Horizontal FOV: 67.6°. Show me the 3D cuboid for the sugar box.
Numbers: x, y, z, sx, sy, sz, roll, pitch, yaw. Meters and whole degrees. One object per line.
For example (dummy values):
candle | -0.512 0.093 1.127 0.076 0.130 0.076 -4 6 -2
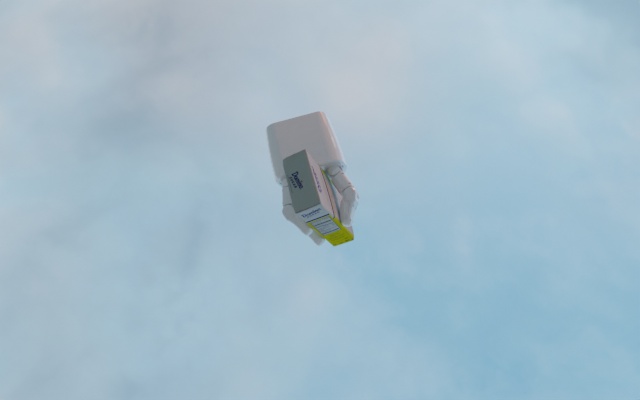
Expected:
sugar box | 0.000 0.003 0.739 0.048 0.093 0.176 -23 -27 14
